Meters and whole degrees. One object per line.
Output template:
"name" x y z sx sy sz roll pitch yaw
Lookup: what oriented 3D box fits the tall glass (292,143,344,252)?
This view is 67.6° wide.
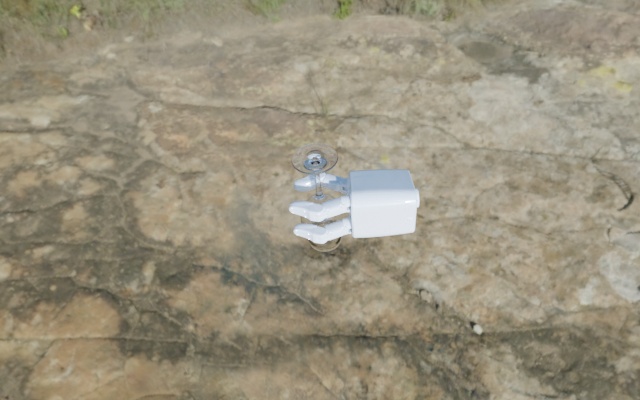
"tall glass" 0.000 0.002 0.823 0.079 0.079 0.201 0 -44 7
